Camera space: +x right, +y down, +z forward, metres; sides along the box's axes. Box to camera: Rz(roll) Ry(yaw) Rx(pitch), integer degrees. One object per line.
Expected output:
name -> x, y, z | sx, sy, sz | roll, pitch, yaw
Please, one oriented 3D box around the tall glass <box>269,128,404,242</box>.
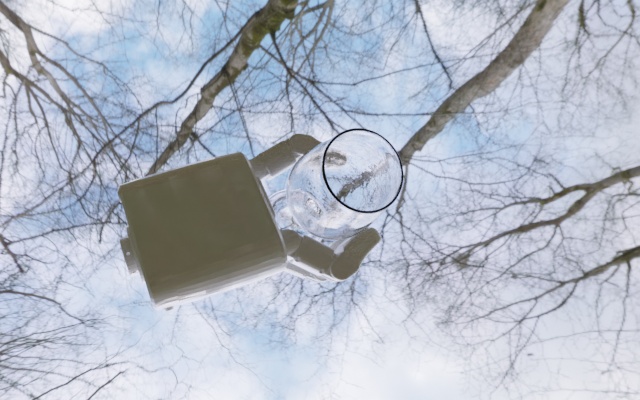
tall glass -> 0.000, 0.001, 0.422 | 0.079, 0.079, 0.201 | 0, -13, -18
